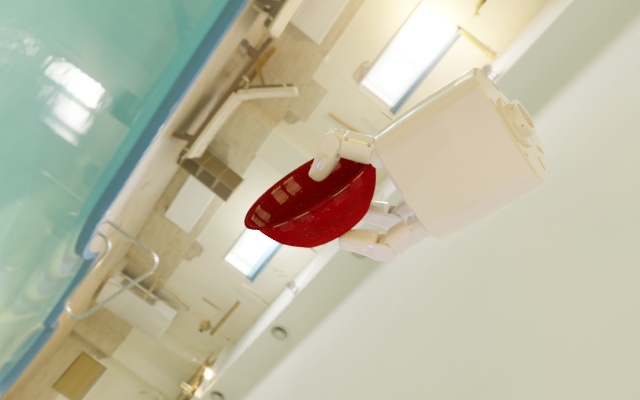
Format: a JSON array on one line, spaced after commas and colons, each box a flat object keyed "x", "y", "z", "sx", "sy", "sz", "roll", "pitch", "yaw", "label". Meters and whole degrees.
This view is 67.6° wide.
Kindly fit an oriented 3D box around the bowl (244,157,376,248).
[{"x": -0.001, "y": 0.002, "z": 0.513, "sx": 0.162, "sy": 0.055, "sz": 0.162, "roll": -28, "pitch": 19, "yaw": 11, "label": "bowl"}]
